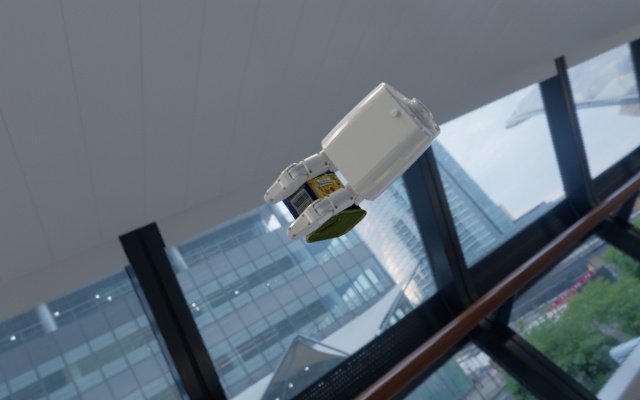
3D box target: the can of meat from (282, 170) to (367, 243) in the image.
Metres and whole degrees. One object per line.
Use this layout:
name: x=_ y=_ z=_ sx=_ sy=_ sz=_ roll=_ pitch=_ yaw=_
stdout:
can of meat: x=0.000 y=0.002 z=0.623 sx=0.057 sy=0.084 sz=0.102 roll=-46 pitch=-21 yaw=27
